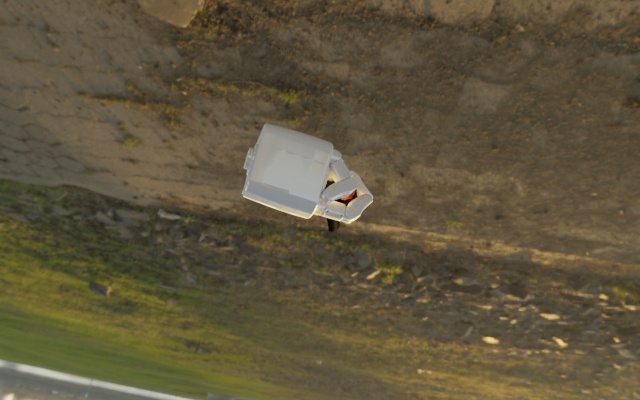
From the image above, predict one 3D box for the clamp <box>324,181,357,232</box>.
[{"bbox_3d":[0.000,0.003,0.797,0.120,0.039,0.171,17,-26,-12],"label":"clamp"}]
